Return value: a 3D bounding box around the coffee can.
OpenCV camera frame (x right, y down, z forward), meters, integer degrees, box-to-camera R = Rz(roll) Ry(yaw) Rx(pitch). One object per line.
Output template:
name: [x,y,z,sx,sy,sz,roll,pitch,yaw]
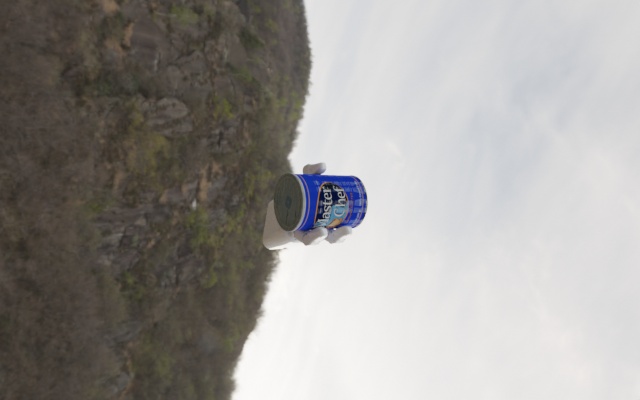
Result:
coffee can: [0.000,0.003,0.870,0.140,0.103,0.103,0,0,-34]
